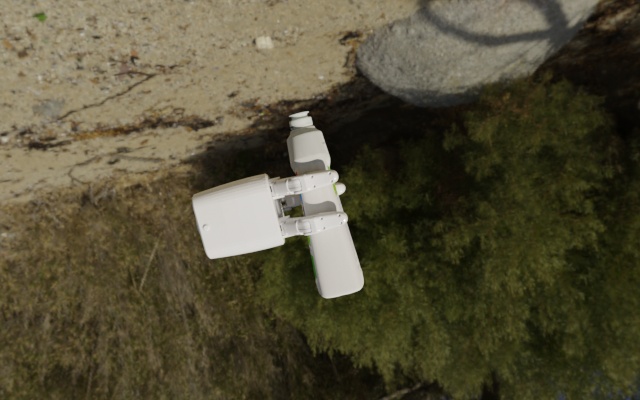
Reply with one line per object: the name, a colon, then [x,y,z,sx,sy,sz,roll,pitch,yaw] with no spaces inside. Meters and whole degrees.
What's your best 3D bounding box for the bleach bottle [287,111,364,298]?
bleach bottle: [0.000,0.002,0.671,0.068,0.251,0.102,-14,6,0]
